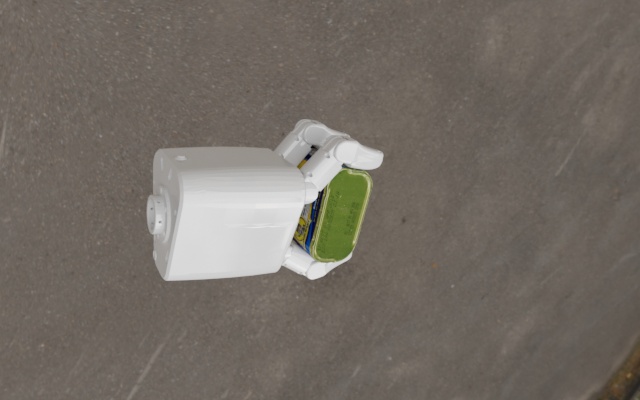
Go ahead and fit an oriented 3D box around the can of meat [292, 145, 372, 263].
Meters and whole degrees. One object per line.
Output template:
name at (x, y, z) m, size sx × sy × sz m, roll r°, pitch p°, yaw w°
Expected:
can of meat at (0.000, 0.002, 0.481) m, size 0.057 × 0.102 × 0.084 m, roll 2°, pitch 20°, yaw -33°
